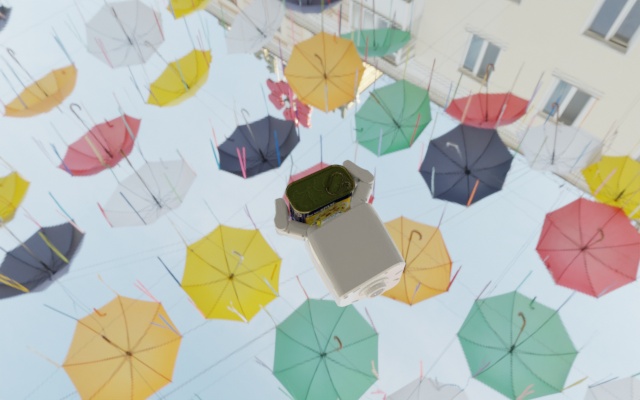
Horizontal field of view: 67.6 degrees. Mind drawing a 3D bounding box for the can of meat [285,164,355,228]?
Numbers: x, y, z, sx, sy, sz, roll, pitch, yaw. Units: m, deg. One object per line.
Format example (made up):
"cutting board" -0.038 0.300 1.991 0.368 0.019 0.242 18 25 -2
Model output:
"can of meat" 0.000 0.003 0.736 0.102 0.057 0.084 -25 -28 -14
